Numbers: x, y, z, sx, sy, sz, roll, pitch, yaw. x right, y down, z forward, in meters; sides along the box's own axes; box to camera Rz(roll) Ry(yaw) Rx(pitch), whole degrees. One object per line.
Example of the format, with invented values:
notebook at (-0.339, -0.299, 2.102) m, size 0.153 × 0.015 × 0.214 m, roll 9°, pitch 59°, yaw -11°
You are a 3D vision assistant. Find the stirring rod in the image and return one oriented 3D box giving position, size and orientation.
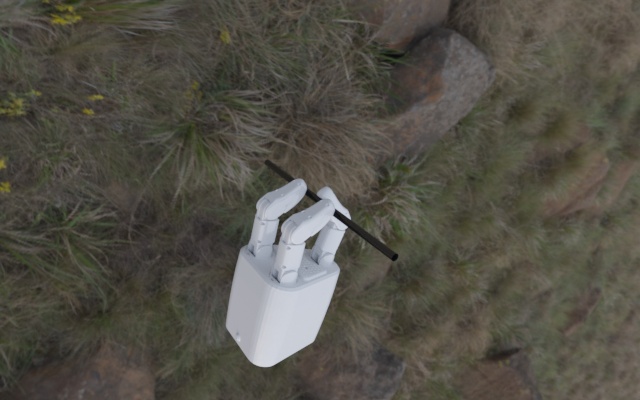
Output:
stirring rod at (0.000, 0.002, 0.519) m, size 0.011 × 0.011 × 0.239 m, roll 0°, pitch 25°, yaw -38°
